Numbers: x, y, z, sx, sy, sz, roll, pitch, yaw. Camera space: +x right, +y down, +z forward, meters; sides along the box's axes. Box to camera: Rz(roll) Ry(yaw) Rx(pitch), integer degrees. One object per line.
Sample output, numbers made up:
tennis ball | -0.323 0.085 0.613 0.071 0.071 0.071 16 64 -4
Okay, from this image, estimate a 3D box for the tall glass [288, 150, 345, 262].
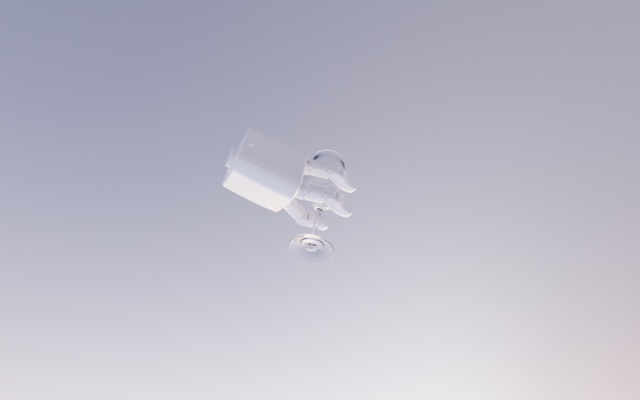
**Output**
tall glass | 0.000 0.003 0.823 0.079 0.201 0.079 7 -40 6
